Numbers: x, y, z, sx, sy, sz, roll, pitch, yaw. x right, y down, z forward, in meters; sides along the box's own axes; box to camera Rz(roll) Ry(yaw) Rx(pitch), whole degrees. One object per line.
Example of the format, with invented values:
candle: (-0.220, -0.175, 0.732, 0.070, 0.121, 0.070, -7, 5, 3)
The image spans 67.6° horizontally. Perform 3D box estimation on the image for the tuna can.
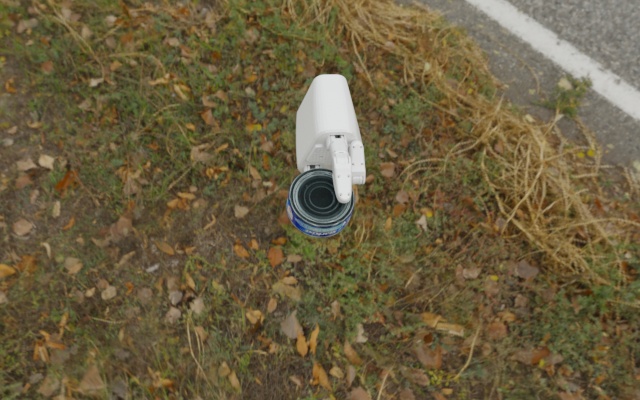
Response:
tuna can: (0.000, 0.002, 0.609, 0.086, 0.086, 0.034, 0, -27, -8)
